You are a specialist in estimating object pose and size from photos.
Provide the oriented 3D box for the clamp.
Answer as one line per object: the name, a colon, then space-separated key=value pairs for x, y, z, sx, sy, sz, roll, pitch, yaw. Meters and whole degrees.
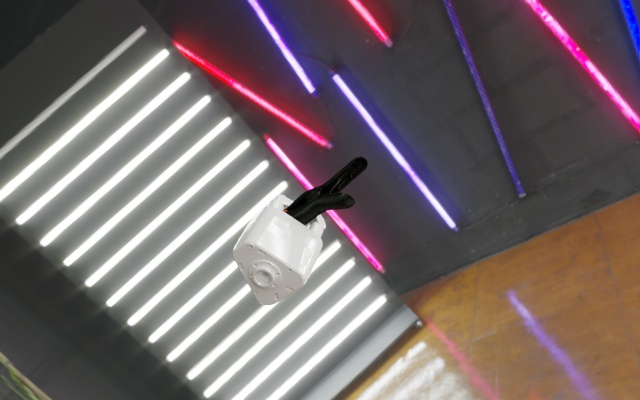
clamp: x=0.000 y=0.002 z=0.754 sx=0.171 sy=0.039 sz=0.120 roll=-35 pitch=14 yaw=26
